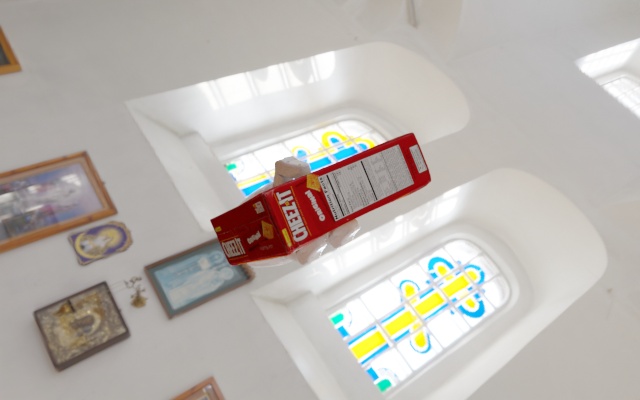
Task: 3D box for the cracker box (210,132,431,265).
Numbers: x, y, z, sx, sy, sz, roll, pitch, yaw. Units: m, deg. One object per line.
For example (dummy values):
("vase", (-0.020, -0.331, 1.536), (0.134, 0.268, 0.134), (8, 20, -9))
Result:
("cracker box", (0.000, 0.002, 0.566), (0.213, 0.072, 0.164), (-24, 2, -32))
